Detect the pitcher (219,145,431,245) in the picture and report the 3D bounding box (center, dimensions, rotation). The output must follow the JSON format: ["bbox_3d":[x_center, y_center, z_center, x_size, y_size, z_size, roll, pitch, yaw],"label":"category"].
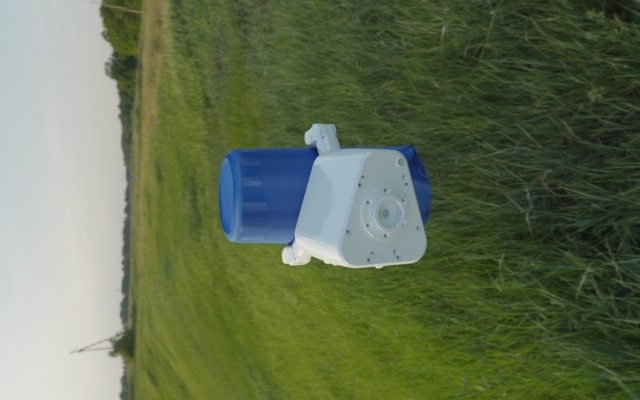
[{"bbox_3d":[0.000,0.002,0.601,0.243,0.149,0.145,0,4,-22],"label":"pitcher"}]
